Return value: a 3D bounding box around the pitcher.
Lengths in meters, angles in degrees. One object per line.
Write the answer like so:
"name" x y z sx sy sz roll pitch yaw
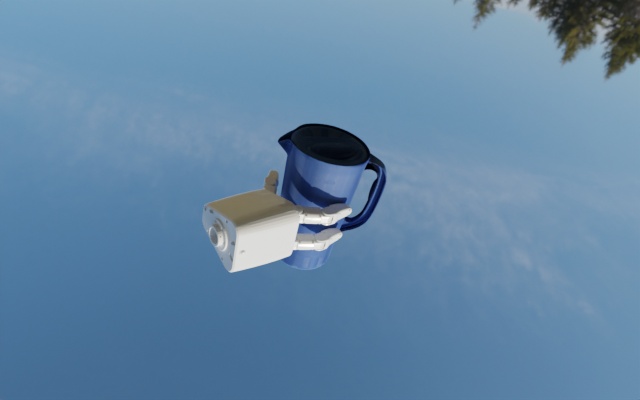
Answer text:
"pitcher" 0.000 0.003 0.827 0.145 0.243 0.149 -16 45 -38
